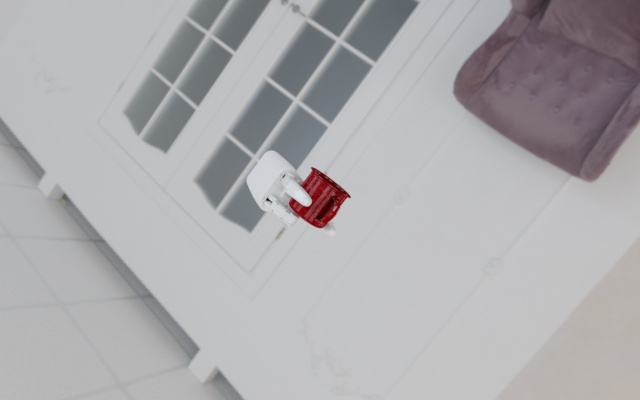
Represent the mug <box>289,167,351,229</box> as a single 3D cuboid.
[{"bbox_3d":[0.001,0.004,0.870,0.093,0.081,0.117,32,10,-35],"label":"mug"}]
